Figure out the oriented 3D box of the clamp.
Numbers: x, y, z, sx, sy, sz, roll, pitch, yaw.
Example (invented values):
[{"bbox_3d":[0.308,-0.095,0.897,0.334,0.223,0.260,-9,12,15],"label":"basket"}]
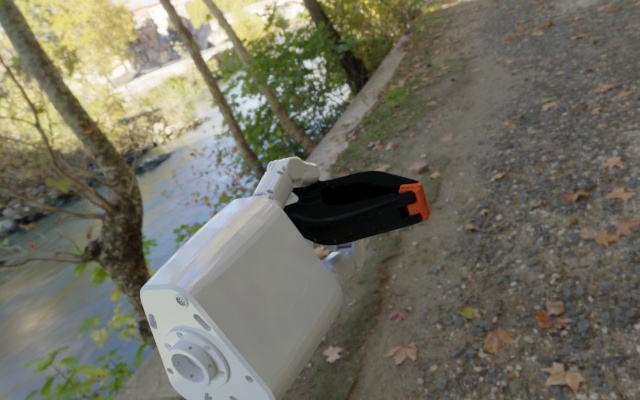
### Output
[{"bbox_3d":[0.000,0.001,0.432,0.210,0.036,0.164,-8,26,32],"label":"clamp"}]
